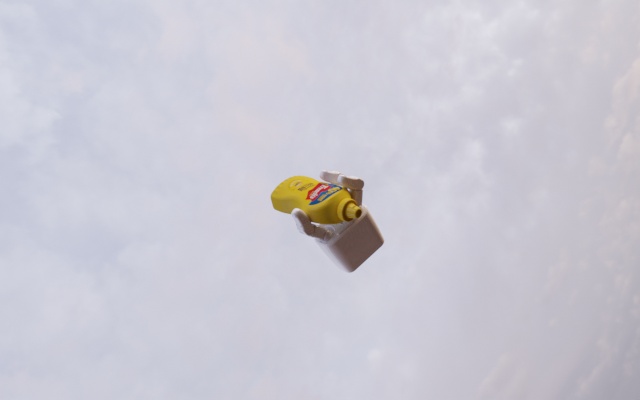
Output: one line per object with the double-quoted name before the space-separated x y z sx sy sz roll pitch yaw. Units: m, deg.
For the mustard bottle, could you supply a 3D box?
"mustard bottle" 0.000 0.003 0.887 0.096 0.058 0.191 -31 33 -35
